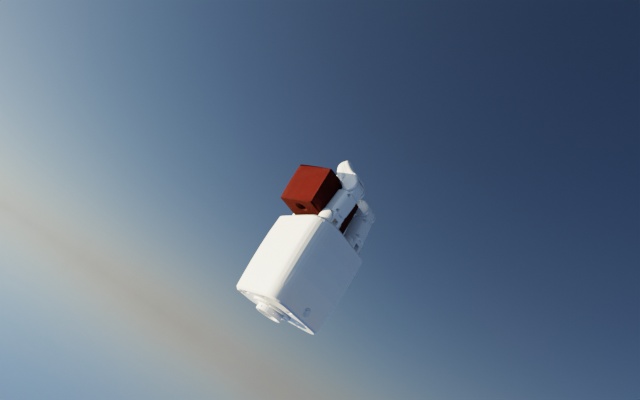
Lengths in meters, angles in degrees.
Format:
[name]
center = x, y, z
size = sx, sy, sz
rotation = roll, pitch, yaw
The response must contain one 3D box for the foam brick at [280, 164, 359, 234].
[foam brick]
center = 0.000, 0.002, 0.581
size = 0.053, 0.051, 0.078
rotation = 10, -31, 43
